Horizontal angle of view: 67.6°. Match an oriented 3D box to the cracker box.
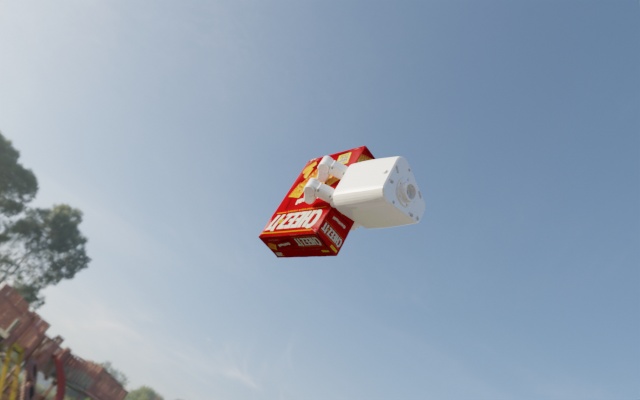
[{"bbox_3d":[0.000,0.003,0.898,0.164,0.213,0.072,-9,-50,46],"label":"cracker box"}]
